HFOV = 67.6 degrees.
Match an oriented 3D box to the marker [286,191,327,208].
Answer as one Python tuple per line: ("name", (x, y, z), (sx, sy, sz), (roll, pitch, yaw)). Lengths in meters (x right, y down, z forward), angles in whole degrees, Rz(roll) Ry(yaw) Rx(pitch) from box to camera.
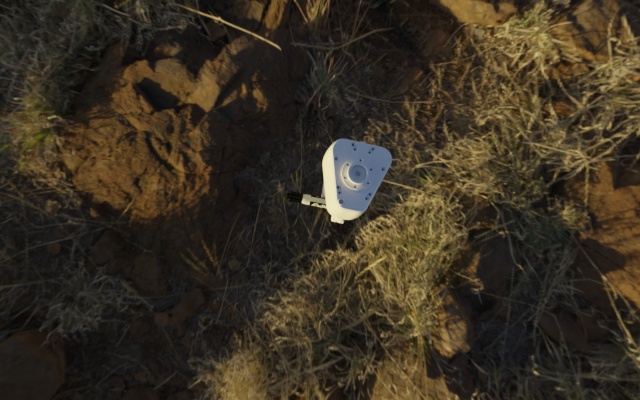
("marker", (0.000, 0.003, 0.836), (0.121, 0.020, 0.020), (11, -1, -3))
